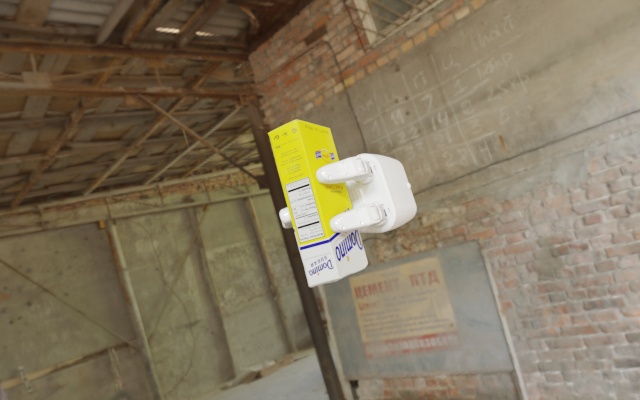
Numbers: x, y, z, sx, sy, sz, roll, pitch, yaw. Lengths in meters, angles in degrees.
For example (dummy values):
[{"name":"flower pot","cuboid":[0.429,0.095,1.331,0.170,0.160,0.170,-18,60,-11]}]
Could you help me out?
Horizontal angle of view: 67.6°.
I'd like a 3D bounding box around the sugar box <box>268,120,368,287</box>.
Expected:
[{"name":"sugar box","cuboid":[0.001,0.002,0.544,0.048,0.176,0.093,-21,-6,25]}]
